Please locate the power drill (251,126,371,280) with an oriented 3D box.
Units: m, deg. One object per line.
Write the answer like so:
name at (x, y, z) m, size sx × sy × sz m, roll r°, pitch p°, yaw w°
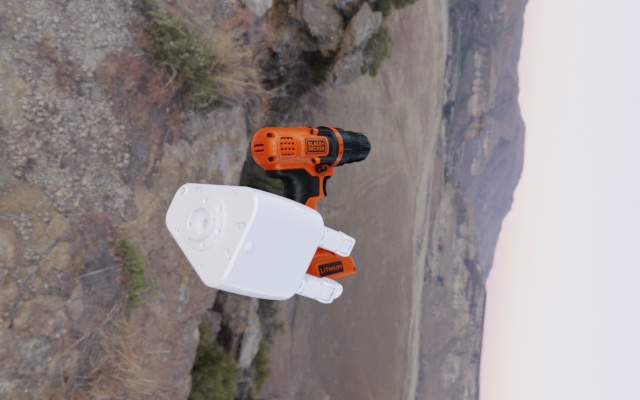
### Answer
power drill at (0.000, 0.002, 0.590) m, size 0.184 × 0.187 × 0.057 m, roll -6°, pitch 3°, yaw -43°
